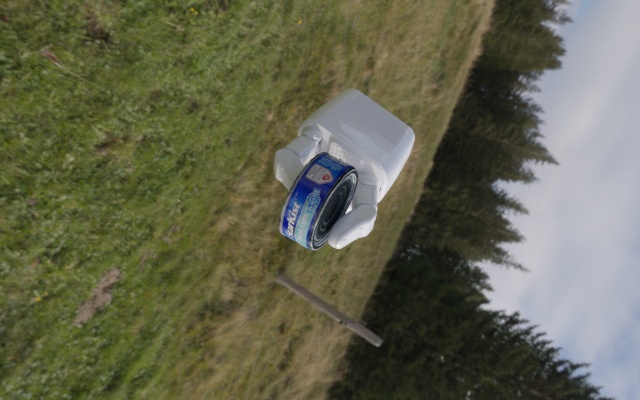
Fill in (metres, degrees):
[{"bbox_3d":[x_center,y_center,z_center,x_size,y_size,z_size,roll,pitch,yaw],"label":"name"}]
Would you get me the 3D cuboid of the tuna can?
[{"bbox_3d":[0.001,0.002,0.433,0.033,0.086,0.086,28,8,16],"label":"tuna can"}]
